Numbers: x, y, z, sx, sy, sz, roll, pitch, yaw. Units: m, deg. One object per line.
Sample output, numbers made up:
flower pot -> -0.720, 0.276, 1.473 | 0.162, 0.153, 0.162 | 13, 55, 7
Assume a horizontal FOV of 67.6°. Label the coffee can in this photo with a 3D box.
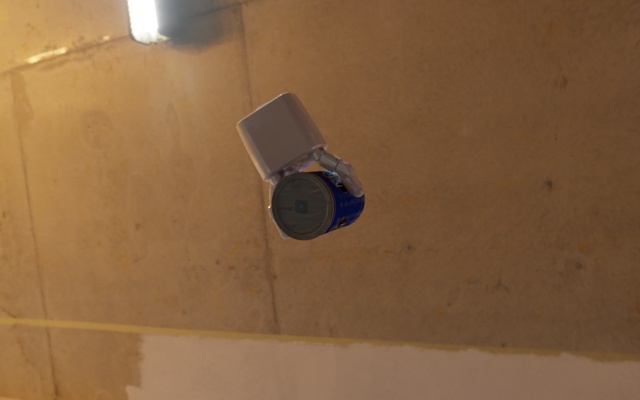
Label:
coffee can -> 0.000, 0.003, 0.767 | 0.103, 0.103, 0.140 | 0, 5, 25
